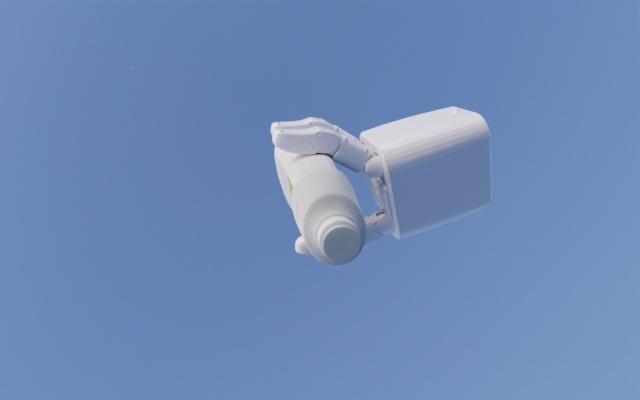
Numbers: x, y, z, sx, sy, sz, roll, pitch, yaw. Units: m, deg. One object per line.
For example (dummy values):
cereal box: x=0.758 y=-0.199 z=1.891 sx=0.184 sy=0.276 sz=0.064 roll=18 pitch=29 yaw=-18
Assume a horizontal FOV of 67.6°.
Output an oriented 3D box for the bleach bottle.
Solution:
bleach bottle: x=0.000 y=0.001 z=0.461 sx=0.068 sy=0.103 sz=0.250 roll=-19 pitch=19 yaw=-2
